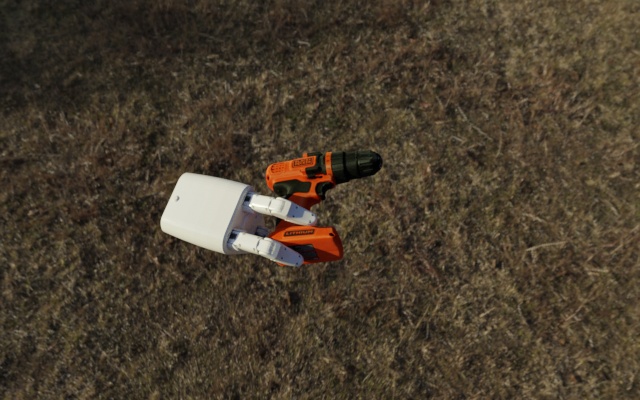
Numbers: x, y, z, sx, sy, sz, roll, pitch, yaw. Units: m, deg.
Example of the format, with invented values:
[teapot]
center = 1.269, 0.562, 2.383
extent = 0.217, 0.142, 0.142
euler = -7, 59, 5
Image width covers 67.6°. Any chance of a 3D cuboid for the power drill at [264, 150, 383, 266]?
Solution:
[power drill]
center = 0.000, 0.003, 0.698
extent = 0.184, 0.187, 0.057
euler = -9, -47, 15
